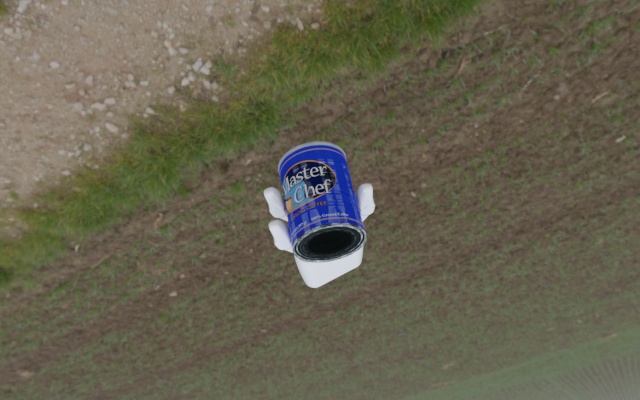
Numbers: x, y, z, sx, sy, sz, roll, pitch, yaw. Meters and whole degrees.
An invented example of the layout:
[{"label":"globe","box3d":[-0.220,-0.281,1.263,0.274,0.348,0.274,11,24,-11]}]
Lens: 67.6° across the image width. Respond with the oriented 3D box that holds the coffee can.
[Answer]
[{"label":"coffee can","box3d":[0.000,0.002,0.676,0.103,0.140,0.103,-9,-33,-6]}]
